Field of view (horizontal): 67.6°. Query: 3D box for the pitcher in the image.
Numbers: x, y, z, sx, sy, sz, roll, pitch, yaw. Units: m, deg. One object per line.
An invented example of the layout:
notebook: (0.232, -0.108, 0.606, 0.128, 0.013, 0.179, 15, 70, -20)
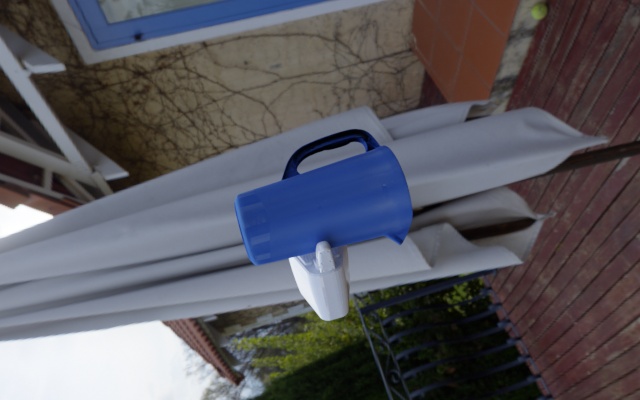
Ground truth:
pitcher: (0.000, 0.003, 0.707, 0.243, 0.145, 0.149, -15, 35, -6)
